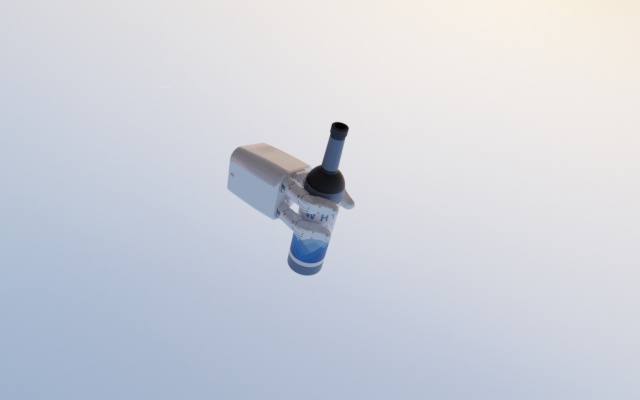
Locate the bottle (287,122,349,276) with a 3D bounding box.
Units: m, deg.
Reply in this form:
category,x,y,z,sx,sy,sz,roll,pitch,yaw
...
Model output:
category,x,y,z,sx,sy,sz,roll,pitch,yaw
bottle,0.000,0.003,0.796,0.069,0.296,0.069,9,38,-7
